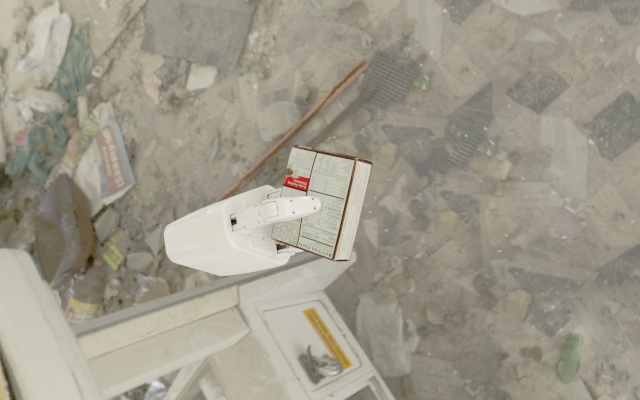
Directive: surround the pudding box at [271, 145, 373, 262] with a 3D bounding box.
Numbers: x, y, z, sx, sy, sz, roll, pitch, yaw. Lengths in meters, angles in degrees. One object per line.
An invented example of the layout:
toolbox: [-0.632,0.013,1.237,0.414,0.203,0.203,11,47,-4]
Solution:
pudding box: [0.000,0.002,0.522,0.090,0.113,0.039,16,7,33]
